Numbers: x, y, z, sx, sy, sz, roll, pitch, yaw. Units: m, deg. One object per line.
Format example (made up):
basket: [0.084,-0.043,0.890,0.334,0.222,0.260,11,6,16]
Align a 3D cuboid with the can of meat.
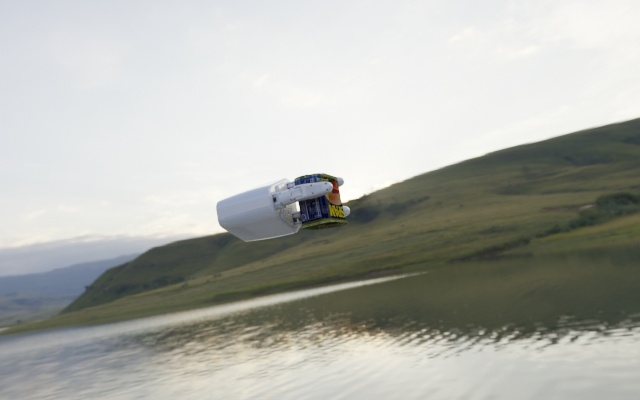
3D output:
can of meat: [0.000,0.002,0.801,0.057,0.084,0.102,-15,-10,21]
